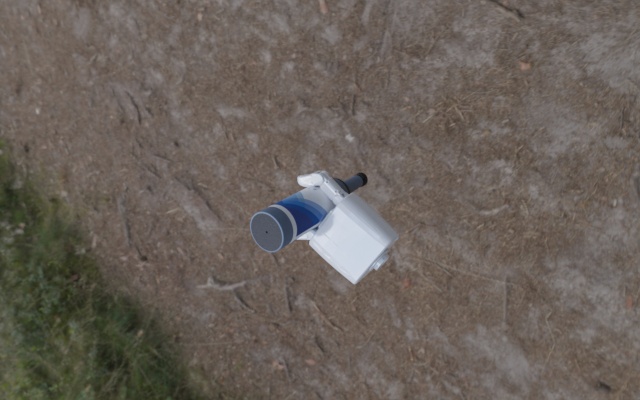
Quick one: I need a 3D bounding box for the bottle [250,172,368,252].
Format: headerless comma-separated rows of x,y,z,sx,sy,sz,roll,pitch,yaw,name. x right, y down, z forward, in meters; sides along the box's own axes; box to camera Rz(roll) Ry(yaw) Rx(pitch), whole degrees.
0.000,0.003,0.837,0.069,0.069,0.295,0,18,36,bottle
